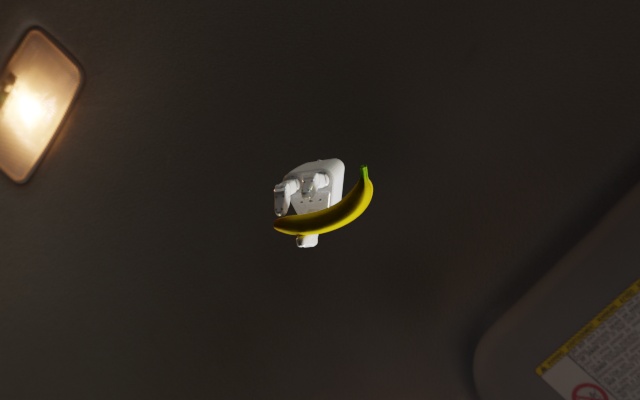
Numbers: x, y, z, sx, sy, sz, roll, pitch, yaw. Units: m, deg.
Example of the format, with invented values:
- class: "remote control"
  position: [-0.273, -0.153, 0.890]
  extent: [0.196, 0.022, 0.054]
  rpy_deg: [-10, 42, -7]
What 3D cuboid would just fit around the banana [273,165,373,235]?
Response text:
- class: "banana"
  position: [0.014, 0.016, 0.775]
  extent: [0.198, 0.069, 0.037]
  rpy_deg: [-33, 8, 25]
